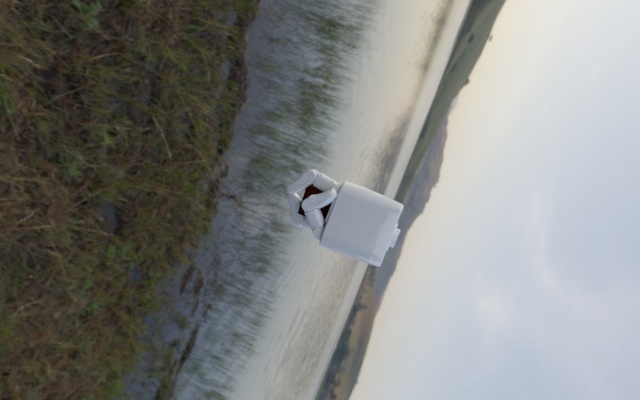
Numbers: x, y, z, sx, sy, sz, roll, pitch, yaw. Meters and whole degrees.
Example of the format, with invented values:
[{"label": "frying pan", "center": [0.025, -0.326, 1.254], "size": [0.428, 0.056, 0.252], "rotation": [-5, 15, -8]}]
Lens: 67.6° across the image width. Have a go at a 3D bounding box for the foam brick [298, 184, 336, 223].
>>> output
[{"label": "foam brick", "center": [0.000, 0.003, 0.833], "size": [0.051, 0.053, 0.078], "rotation": [21, 13, 8]}]
